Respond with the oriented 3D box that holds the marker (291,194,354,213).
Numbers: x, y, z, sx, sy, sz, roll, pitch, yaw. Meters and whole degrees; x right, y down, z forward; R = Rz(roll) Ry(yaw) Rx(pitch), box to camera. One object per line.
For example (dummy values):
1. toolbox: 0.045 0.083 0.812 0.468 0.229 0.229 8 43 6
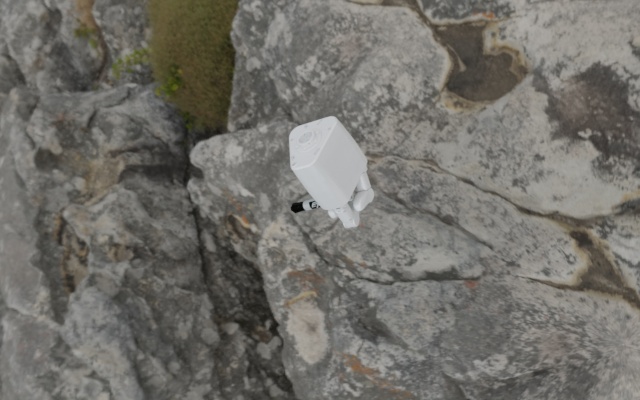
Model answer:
1. marker: 0.000 0.003 0.832 0.121 0.020 0.020 -13 -6 28
